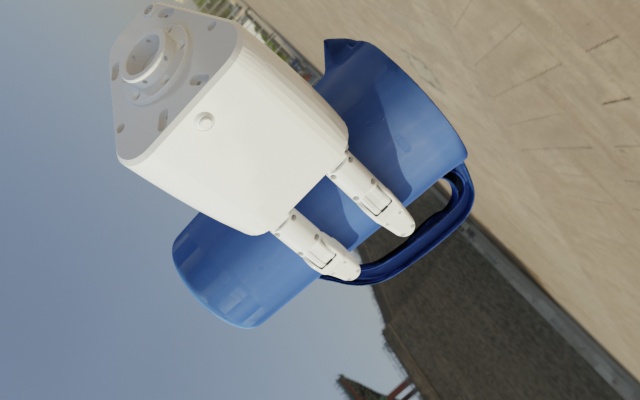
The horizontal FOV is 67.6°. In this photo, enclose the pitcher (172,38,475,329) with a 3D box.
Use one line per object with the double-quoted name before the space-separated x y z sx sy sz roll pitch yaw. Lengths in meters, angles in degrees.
"pitcher" 0.000 0.001 0.410 0.145 0.243 0.149 36 13 -52
